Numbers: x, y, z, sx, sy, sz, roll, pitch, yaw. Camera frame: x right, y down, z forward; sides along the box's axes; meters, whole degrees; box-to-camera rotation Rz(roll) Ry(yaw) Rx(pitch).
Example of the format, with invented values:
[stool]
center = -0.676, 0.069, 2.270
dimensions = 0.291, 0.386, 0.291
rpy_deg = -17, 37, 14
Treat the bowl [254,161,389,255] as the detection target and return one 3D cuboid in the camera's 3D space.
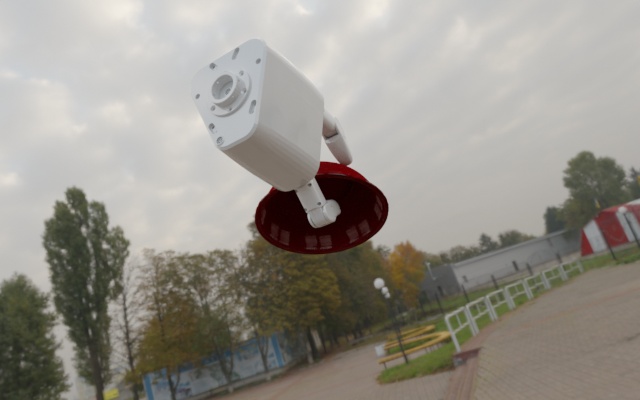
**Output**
[bowl]
center = 0.000, 0.002, 0.590
dimensions = 0.162, 0.055, 0.162
rpy_deg = -4, -39, -3
